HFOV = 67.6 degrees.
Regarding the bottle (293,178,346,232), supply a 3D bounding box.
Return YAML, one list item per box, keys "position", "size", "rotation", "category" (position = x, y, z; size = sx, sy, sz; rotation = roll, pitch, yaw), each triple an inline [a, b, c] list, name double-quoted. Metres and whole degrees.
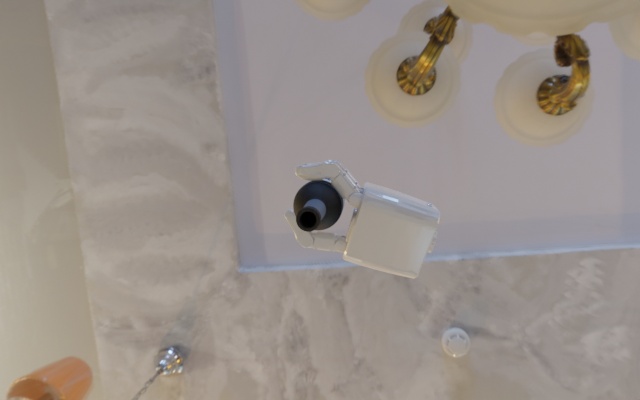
- position: [0.000, 0.002, 0.674]
  size: [0.069, 0.069, 0.295]
  rotation: [0, 8, 6]
  category: "bottle"
